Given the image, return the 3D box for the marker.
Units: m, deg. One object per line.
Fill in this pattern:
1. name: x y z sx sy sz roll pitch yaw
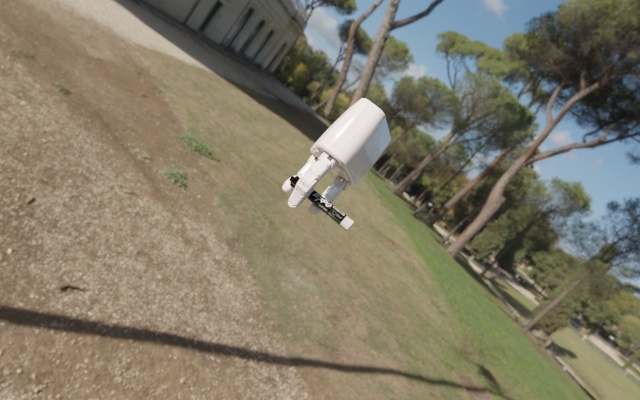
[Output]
1. marker: 0.000 0.002 0.739 0.121 0.020 0.020 39 6 8
